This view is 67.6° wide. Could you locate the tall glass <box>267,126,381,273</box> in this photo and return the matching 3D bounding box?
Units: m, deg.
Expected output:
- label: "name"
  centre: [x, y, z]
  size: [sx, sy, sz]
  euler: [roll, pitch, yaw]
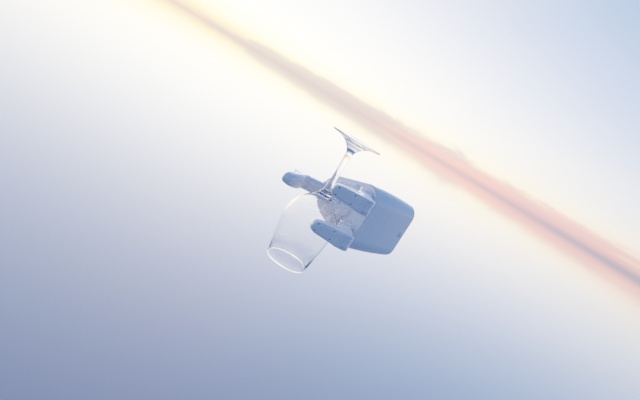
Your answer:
- label: "tall glass"
  centre: [0.000, 0.002, 0.664]
  size: [0.079, 0.201, 0.079]
  euler: [30, 11, -7]
